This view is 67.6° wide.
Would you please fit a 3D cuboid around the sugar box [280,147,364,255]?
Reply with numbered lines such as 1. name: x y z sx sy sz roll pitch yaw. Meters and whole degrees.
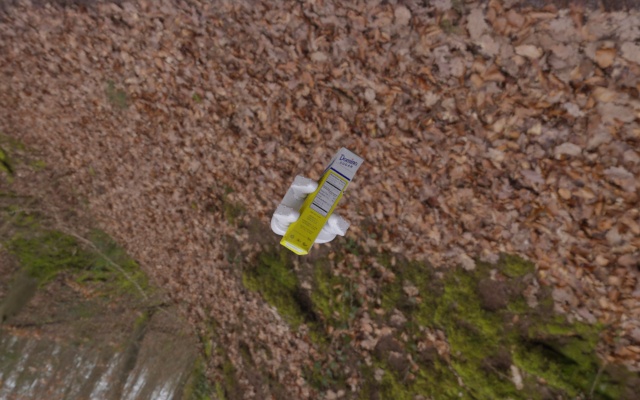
1. sugar box: 0.000 0.002 0.775 0.048 0.176 0.093 30 -12 -6
